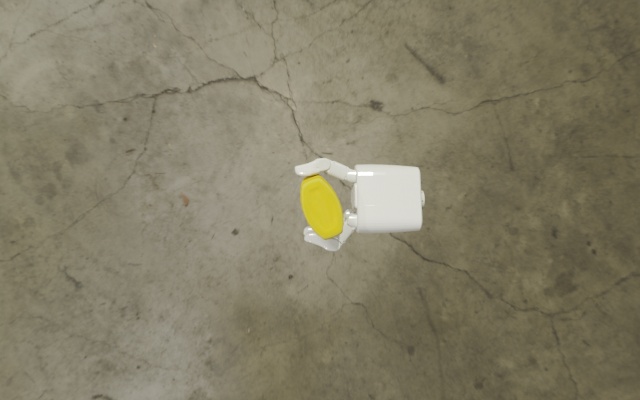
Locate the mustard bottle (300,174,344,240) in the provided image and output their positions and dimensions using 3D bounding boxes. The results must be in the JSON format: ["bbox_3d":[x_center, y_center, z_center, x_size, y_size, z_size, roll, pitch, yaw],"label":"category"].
[{"bbox_3d":[0.000,0.003,0.805,0.058,0.096,0.191,-24,6,1],"label":"mustard bottle"}]
